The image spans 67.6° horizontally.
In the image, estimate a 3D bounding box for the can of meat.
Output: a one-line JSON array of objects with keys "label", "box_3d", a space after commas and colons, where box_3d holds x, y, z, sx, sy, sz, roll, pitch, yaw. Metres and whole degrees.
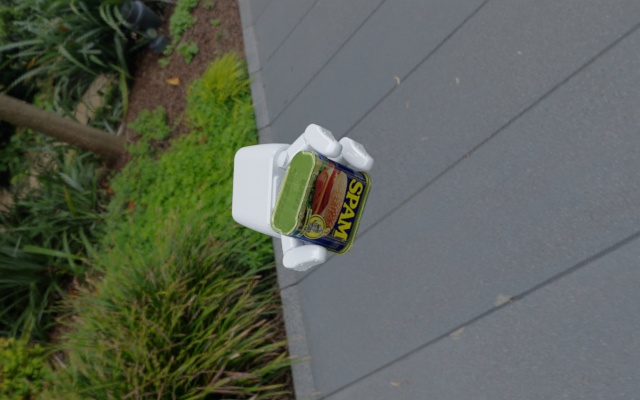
[{"label": "can of meat", "box_3d": [0.000, 0.002, 0.540, 0.084, 0.102, 0.057, 21, -5, -36]}]
